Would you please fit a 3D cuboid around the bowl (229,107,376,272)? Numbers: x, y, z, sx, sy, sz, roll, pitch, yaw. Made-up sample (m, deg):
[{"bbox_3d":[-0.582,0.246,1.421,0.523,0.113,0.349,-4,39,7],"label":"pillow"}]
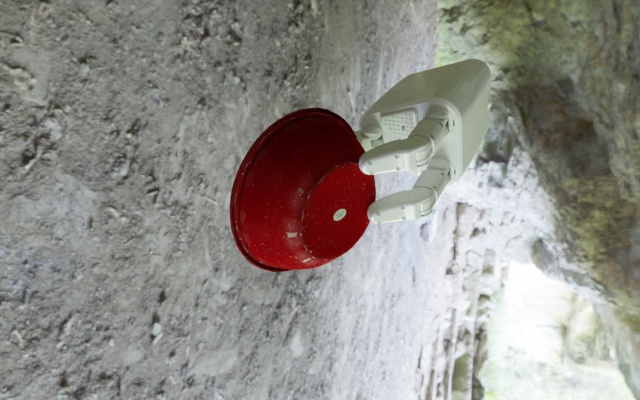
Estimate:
[{"bbox_3d":[-0.001,0.002,0.432,0.162,0.162,0.055,0,20,-45],"label":"bowl"}]
